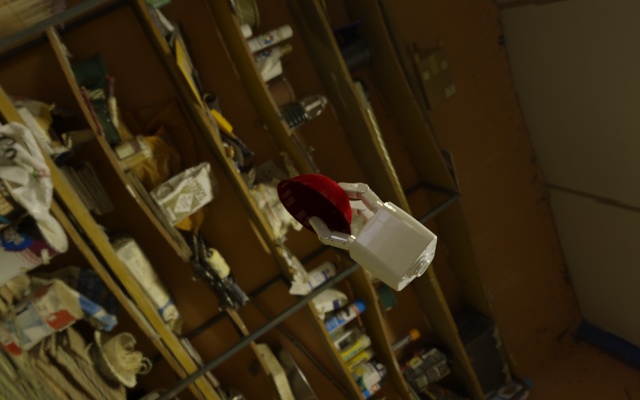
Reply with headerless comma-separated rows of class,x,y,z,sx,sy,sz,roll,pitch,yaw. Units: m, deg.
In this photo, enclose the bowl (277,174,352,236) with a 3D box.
bowl,-0.001,0.002,0.877,0.162,0.055,0.162,29,-27,16
